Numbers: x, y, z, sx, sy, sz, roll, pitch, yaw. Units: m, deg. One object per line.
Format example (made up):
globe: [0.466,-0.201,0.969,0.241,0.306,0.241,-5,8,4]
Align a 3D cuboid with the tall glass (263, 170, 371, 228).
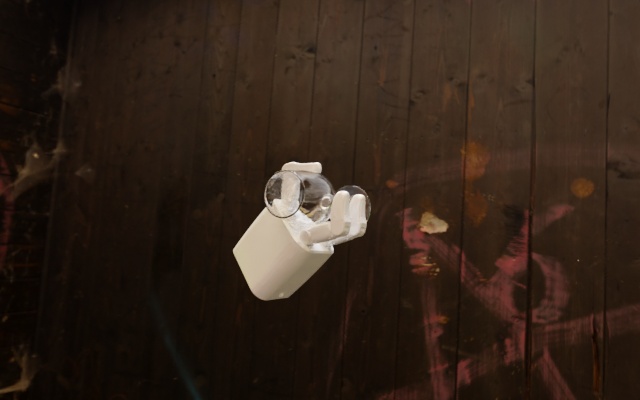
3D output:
tall glass: [0.000,0.002,0.688,0.079,0.079,0.201,0,-6,28]
